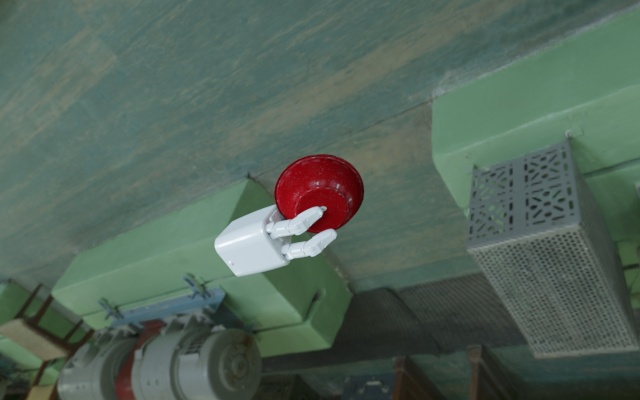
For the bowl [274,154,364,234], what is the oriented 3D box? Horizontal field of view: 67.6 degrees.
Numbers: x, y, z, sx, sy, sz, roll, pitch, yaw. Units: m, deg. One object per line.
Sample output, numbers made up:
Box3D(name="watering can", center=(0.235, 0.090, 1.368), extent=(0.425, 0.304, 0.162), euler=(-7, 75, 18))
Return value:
Box3D(name="bowl", center=(0.001, 0.002, 0.829), extent=(0.162, 0.162, 0.055), euler=(0, 33, -6))
